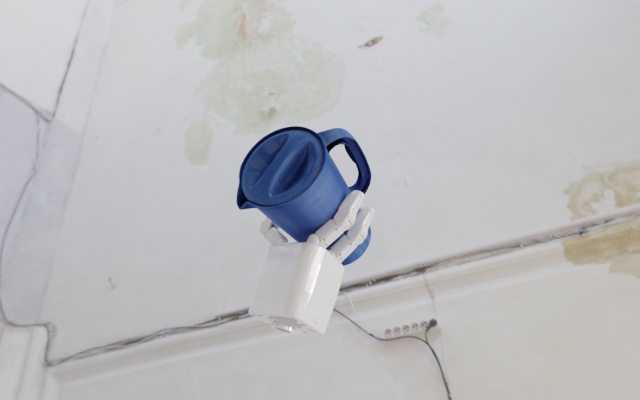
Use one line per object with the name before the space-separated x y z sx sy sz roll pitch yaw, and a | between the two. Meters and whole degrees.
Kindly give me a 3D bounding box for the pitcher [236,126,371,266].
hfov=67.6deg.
pitcher | 0.000 0.003 0.733 0.149 0.145 0.243 3 -28 29
